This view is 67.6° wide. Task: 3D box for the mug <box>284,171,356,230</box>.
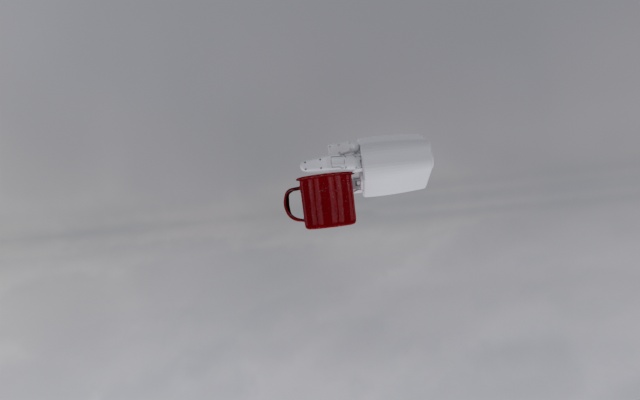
[{"bbox_3d":[-0.001,0.003,0.750,0.117,0.081,0.093,-7,-1,4],"label":"mug"}]
